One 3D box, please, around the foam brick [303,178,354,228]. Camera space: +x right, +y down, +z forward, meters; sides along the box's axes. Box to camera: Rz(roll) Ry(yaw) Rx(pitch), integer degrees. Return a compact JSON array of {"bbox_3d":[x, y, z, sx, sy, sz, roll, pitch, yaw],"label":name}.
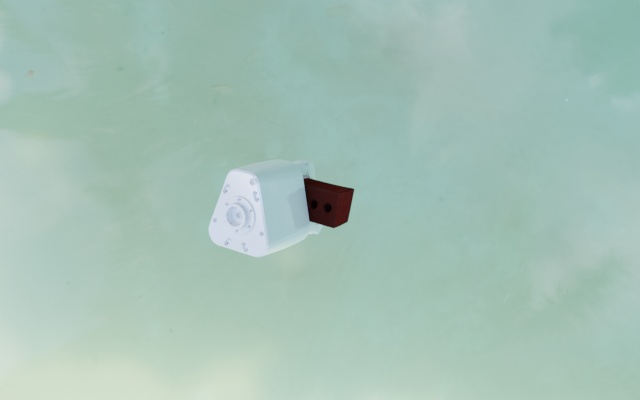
[{"bbox_3d":[0.000,0.002,0.685,0.078,0.053,0.051,14,13,23],"label":"foam brick"}]
